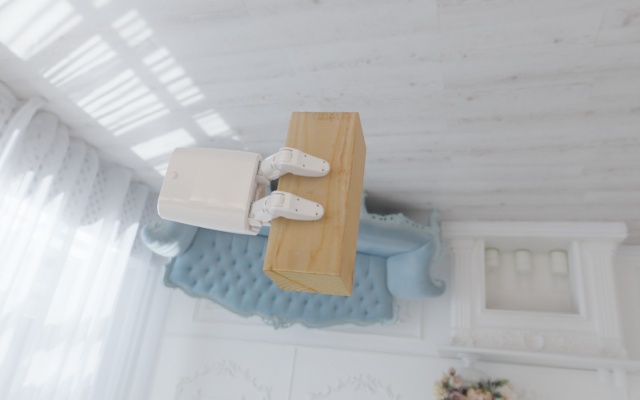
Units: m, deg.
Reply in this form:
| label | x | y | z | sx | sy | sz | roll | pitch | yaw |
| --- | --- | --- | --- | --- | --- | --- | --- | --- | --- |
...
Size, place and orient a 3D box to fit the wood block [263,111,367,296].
| label | x | y | z | sx | sy | sz | roll | pitch | yaw |
| --- | --- | --- | --- | --- | --- | --- | --- | --- | --- |
| wood block | 0.000 | 0.002 | 0.587 | 0.090 | 0.206 | 0.091 | 3 | -24 | 13 |
